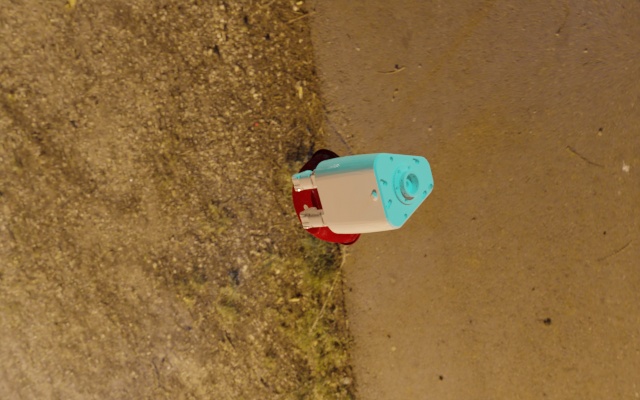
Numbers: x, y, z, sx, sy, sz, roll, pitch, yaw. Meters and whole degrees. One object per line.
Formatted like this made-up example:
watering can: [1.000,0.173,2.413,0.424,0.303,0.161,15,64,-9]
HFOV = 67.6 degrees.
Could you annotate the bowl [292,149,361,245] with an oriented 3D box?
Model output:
bowl: [-0.001,0.003,0.759,0.055,0.162,0.162,-18,8,-26]
